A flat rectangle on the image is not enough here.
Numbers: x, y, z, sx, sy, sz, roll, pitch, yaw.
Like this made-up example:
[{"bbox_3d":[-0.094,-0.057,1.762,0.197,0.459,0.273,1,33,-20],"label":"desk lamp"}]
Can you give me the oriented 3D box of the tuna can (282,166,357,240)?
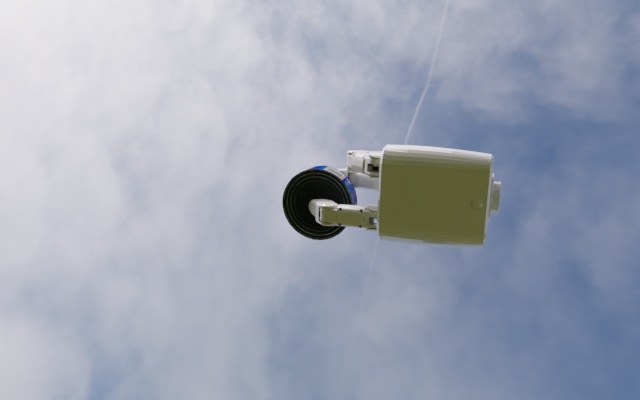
[{"bbox_3d":[0.000,0.002,0.572,0.086,0.086,0.033,0,13,17],"label":"tuna can"}]
